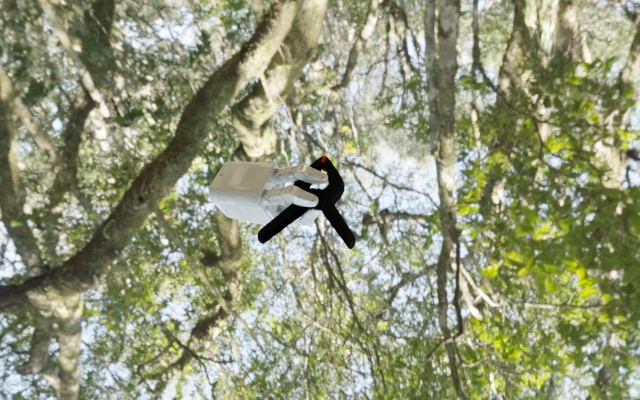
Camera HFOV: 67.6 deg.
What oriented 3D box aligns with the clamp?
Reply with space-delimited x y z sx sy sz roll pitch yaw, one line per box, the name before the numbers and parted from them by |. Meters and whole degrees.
clamp | 0.000 0.003 0.837 0.164 0.209 0.036 9 -41 16
